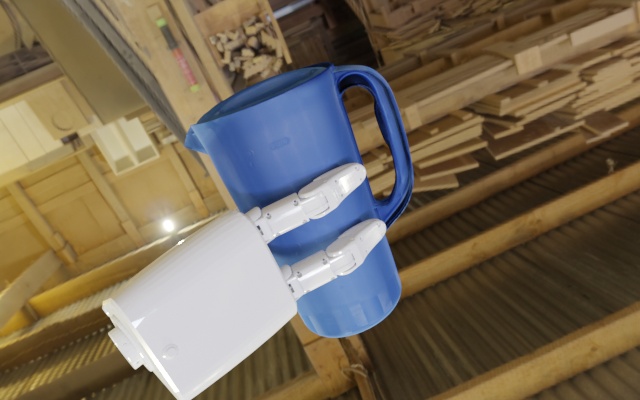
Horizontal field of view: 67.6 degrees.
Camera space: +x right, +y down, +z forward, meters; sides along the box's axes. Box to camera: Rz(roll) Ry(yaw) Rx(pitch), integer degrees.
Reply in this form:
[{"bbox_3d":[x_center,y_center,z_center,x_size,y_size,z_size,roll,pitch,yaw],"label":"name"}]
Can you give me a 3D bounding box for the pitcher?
[{"bbox_3d":[0.000,0.002,0.447,0.145,0.243,0.149,-37,25,-31],"label":"pitcher"}]
